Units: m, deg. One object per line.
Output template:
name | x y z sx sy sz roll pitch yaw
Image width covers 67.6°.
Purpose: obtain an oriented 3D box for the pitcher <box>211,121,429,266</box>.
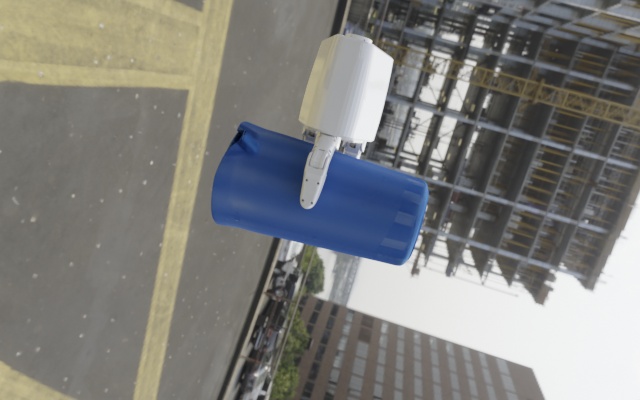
pitcher | 0.000 0.002 0.594 0.243 0.145 0.149 16 12 6
